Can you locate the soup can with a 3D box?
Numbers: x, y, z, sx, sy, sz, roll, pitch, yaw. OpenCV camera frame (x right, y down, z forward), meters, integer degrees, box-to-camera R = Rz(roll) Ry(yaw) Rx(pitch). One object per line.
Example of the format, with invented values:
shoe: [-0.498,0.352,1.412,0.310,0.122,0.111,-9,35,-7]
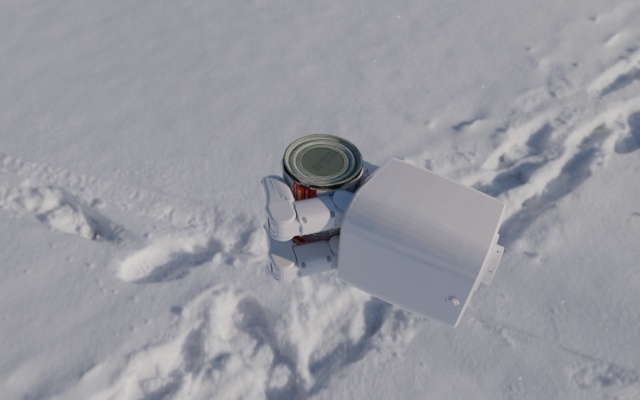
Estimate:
soup can: [0.000,0.001,0.422,0.068,0.068,0.102,0,-44,-3]
